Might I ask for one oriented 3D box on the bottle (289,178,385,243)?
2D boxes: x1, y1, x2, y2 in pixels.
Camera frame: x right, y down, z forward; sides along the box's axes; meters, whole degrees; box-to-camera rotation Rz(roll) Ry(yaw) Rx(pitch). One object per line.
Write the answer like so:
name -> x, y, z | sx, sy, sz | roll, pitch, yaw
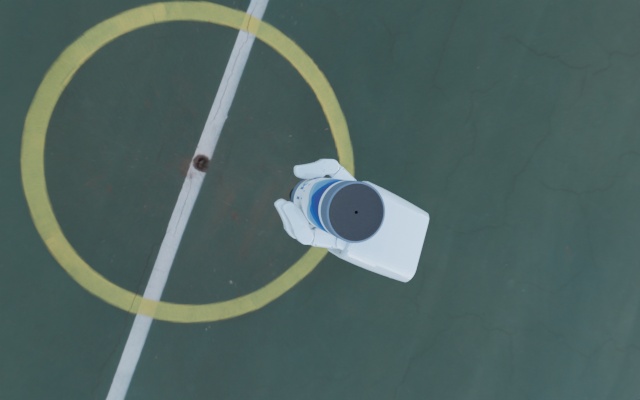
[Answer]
bottle -> 0.000, 0.002, 0.648 | 0.069, 0.069, 0.295 | 0, 4, -15
